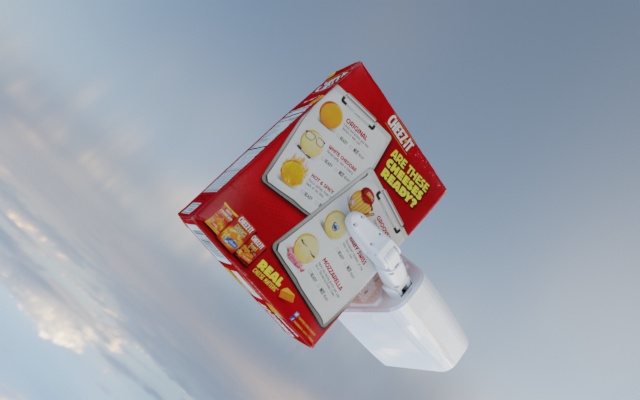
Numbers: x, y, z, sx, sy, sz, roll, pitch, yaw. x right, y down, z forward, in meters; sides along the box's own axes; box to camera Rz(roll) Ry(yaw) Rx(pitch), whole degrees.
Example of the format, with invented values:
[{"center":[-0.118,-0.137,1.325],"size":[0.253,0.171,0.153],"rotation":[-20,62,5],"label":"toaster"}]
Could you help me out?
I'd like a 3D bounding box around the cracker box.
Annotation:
[{"center":[0.000,0.002,0.458],"size":[0.213,0.164,0.072],"rotation":[-46,22,-20],"label":"cracker box"}]
